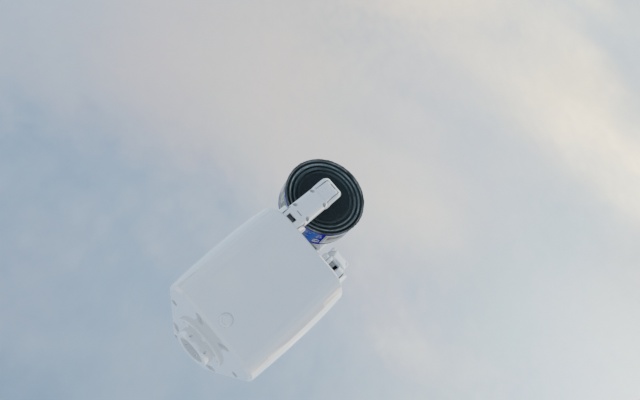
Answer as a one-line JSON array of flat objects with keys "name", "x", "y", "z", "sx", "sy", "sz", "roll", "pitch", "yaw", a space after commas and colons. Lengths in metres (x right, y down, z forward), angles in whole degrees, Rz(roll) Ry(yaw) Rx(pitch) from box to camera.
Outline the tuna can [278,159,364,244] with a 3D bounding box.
[{"name": "tuna can", "x": 0.000, "y": 0.002, "z": 0.500, "sx": 0.086, "sy": 0.086, "sz": 0.034, "roll": 0, "pitch": -25, "yaw": -22}]
